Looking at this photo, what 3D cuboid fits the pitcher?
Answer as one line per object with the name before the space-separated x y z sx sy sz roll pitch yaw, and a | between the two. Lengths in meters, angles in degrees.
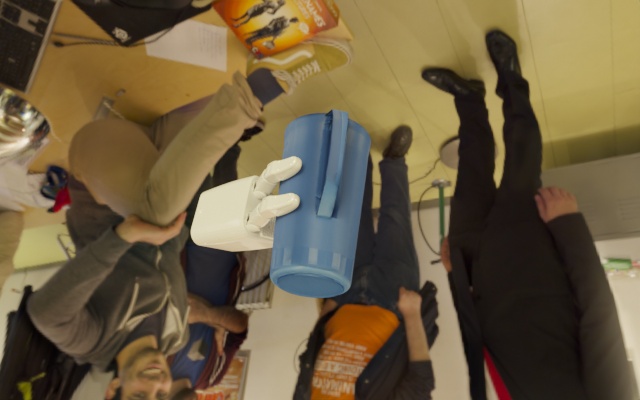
pitcher | 0.000 0.002 0.669 0.145 0.242 0.149 -12 -34 31
